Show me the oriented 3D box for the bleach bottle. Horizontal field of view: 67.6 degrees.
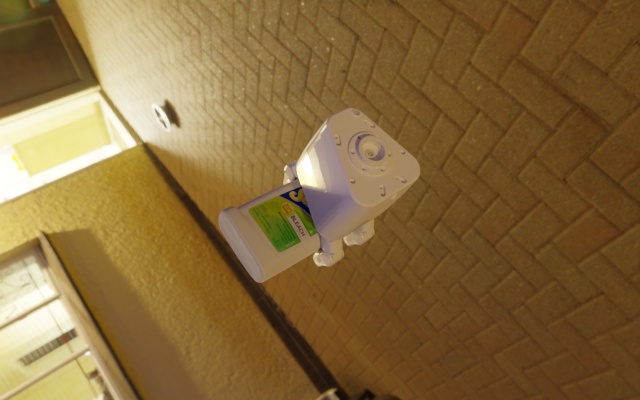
[{"bbox_3d":[0.000,0.002,0.629,0.250,0.102,0.068,-31,-10,-27],"label":"bleach bottle"}]
